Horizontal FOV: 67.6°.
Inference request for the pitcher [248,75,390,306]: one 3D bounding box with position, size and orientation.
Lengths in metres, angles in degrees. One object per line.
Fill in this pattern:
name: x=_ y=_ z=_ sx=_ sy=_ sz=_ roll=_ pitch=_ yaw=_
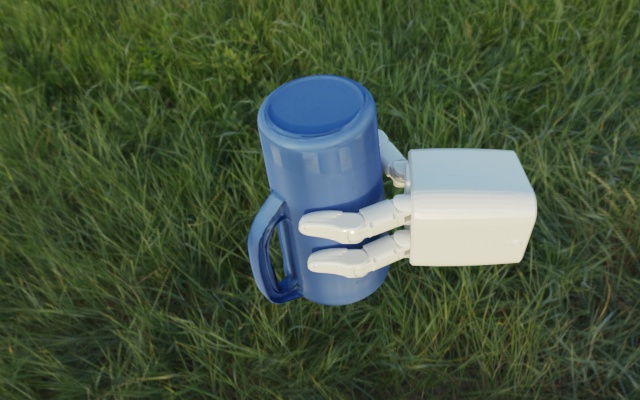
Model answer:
pitcher: x=0.000 y=0.002 z=0.506 sx=0.145 sy=0.149 sz=0.243 roll=0 pitch=-42 yaw=9
